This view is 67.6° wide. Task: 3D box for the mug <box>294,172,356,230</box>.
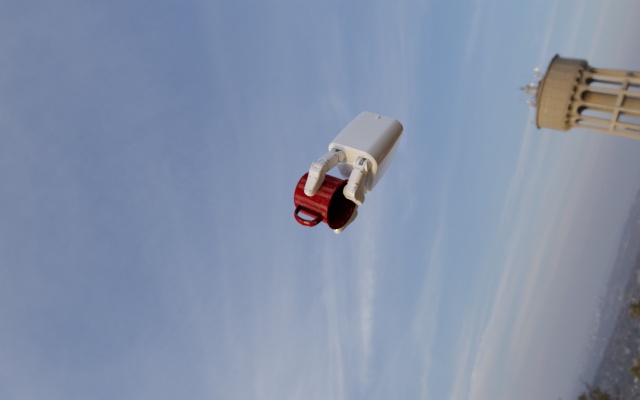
[{"bbox_3d":[-0.001,0.004,0.839,0.081,0.093,0.117,21,54,32],"label":"mug"}]
